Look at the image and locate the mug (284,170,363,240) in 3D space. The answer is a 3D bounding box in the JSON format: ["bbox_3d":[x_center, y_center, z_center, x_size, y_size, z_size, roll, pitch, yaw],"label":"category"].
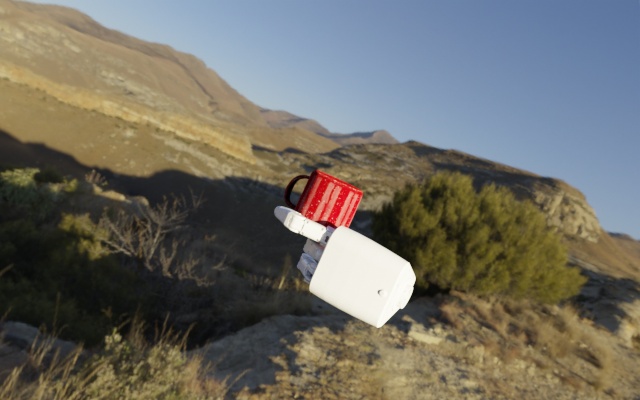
[{"bbox_3d":[-0.001,0.002,0.702,0.117,0.081,0.093,27,6,24],"label":"mug"}]
